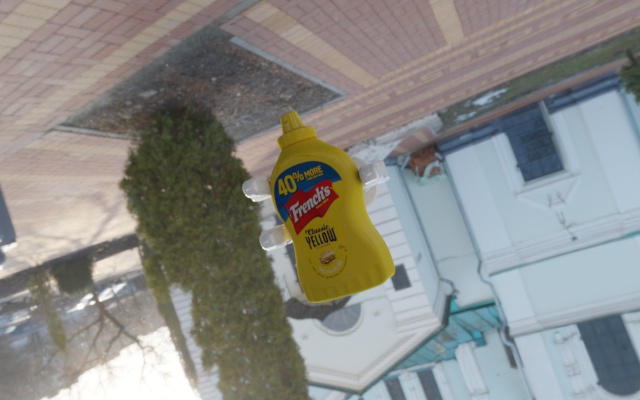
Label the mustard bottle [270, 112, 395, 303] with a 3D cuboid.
[{"bbox_3d":[0.000,0.002,0.487,0.096,0.191,0.058,-21,-2,29],"label":"mustard bottle"}]
